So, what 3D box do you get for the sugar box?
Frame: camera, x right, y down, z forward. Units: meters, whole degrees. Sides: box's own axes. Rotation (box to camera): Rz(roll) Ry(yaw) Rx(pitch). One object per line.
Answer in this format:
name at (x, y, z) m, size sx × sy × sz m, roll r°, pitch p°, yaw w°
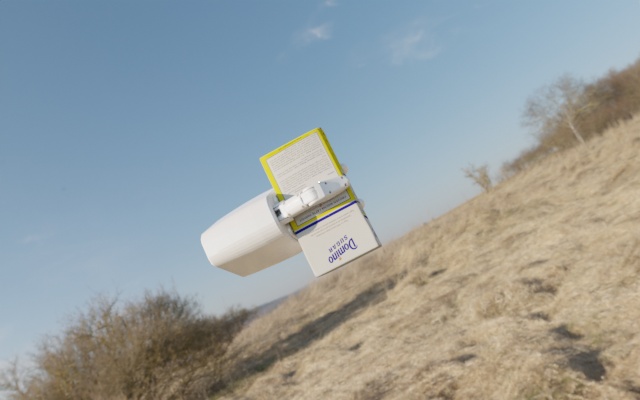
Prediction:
sugar box at (0.000, 0.002, 0.630) m, size 0.093 × 0.176 × 0.048 m, roll -27°, pitch -9°, yaw 9°
